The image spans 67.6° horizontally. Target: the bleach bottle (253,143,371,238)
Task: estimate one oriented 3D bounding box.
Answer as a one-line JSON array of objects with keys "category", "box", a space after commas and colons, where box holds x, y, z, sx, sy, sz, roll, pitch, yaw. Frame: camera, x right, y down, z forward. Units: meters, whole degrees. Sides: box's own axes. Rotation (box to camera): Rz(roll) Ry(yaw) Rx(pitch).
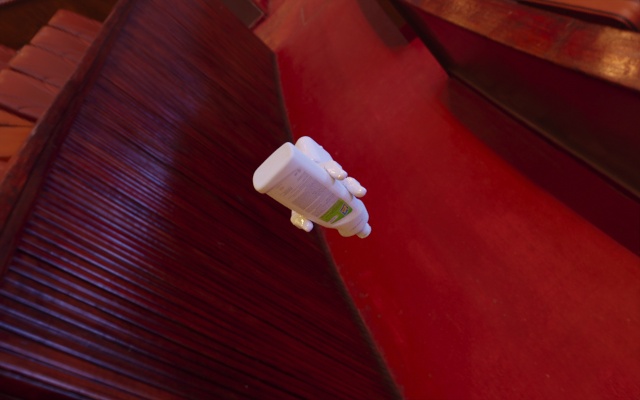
[{"category": "bleach bottle", "box": [0.000, 0.003, 0.890, 0.251, 0.102, 0.068, 38, 19, -32]}]
